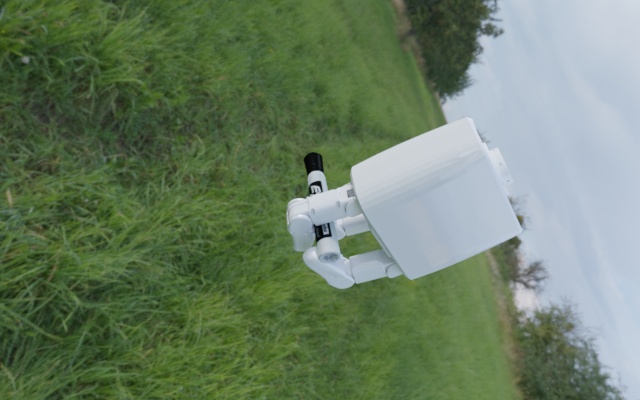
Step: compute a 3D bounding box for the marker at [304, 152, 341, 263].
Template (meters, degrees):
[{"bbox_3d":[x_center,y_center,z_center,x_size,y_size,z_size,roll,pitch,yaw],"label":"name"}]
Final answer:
[{"bbox_3d":[0.000,0.001,0.437,0.020,0.121,0.020,-6,-38,-5],"label":"marker"}]
